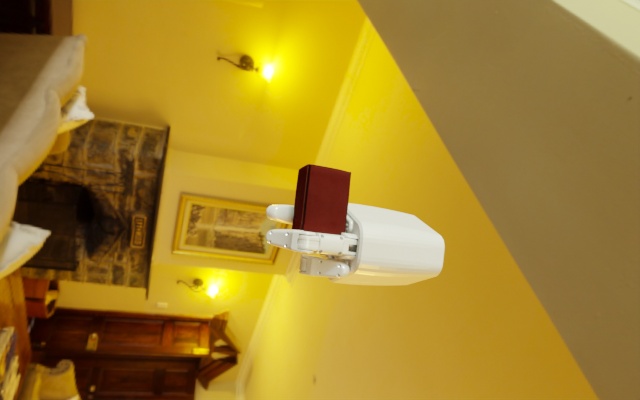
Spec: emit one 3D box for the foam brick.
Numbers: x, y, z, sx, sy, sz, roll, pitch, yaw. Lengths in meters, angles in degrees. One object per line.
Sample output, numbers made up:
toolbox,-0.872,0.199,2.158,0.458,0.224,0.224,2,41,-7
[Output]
foam brick,0.000,0.001,0.550,0.051,0.078,0.053,7,-2,-14
